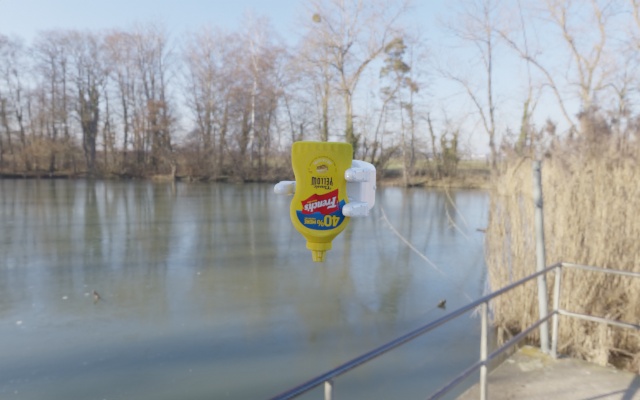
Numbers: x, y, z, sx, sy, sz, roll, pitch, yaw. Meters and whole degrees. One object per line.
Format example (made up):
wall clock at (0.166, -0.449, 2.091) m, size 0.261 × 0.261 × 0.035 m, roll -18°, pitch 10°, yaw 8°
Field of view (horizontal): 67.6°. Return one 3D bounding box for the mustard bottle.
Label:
mustard bottle at (0.000, 0.002, 0.763) m, size 0.096 × 0.191 × 0.058 m, roll 1°, pitch 5°, yaw -4°
